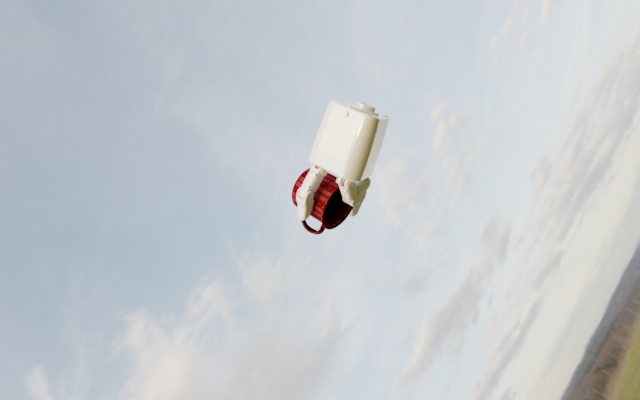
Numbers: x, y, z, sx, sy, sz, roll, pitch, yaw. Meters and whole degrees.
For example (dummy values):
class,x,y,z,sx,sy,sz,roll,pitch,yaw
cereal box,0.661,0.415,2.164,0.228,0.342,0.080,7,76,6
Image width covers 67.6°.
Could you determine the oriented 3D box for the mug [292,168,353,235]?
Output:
class,x,y,z,sx,sy,sz,roll,pitch,yaw
mug,0.000,0.004,0.846,0.081,0.117,0.093,30,19,31
